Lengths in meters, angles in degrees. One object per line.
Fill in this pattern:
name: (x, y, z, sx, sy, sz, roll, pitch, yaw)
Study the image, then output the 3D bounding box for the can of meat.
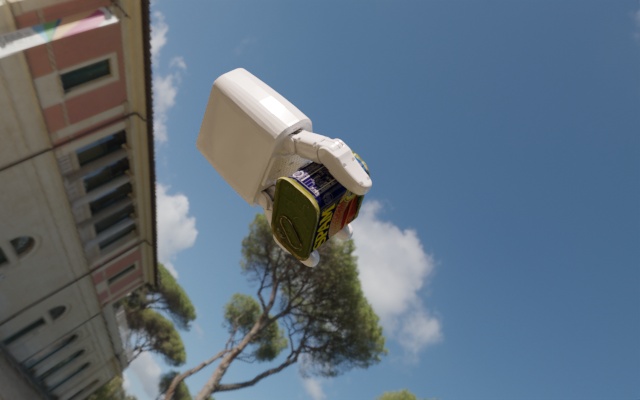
can of meat: (0.000, 0.001, 0.498, 0.057, 0.102, 0.084, 40, 54, 21)
